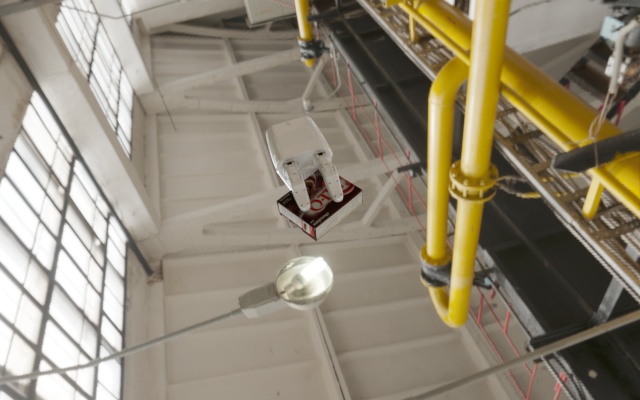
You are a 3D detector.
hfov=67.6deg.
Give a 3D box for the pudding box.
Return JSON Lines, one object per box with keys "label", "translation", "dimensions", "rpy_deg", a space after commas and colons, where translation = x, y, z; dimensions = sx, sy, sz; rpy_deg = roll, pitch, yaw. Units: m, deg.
{"label": "pudding box", "translation": [0.000, 0.003, 0.779], "dimensions": [0.090, 0.039, 0.113], "rpy_deg": [33, 60, 32]}
